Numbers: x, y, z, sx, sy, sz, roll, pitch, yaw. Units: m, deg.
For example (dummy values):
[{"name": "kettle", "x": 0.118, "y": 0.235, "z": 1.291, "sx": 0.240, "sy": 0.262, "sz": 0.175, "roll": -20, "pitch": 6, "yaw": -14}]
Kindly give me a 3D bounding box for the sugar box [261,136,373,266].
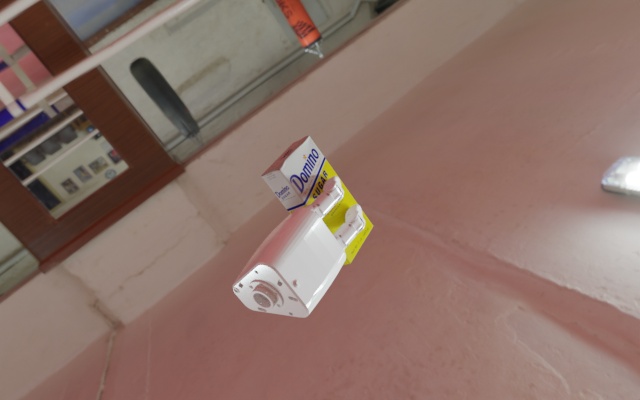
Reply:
[{"name": "sugar box", "x": 0.000, "y": 0.002, "z": 0.700, "sx": 0.048, "sy": 0.176, "sz": 0.093, "roll": -18, "pitch": 25, "yaw": 41}]
